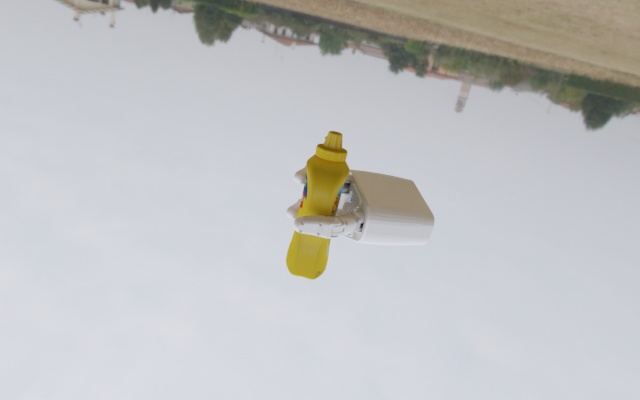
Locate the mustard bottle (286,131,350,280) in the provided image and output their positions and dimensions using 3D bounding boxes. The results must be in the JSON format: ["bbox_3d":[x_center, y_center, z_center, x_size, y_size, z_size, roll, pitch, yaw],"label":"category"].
[{"bbox_3d":[0.000,0.002,0.637,0.058,0.192,0.096,14,19,2],"label":"mustard bottle"}]
